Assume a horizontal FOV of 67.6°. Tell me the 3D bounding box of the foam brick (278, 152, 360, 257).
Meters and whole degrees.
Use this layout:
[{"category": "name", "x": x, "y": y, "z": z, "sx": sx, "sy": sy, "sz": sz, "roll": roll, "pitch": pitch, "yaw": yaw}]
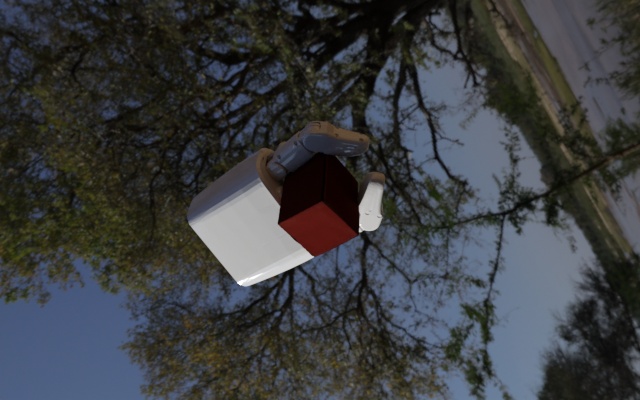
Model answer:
[{"category": "foam brick", "x": 0.000, "y": 0.002, "z": 0.435, "sx": 0.051, "sy": 0.078, "sz": 0.053, "roll": -29, "pitch": -58, "yaw": 25}]
